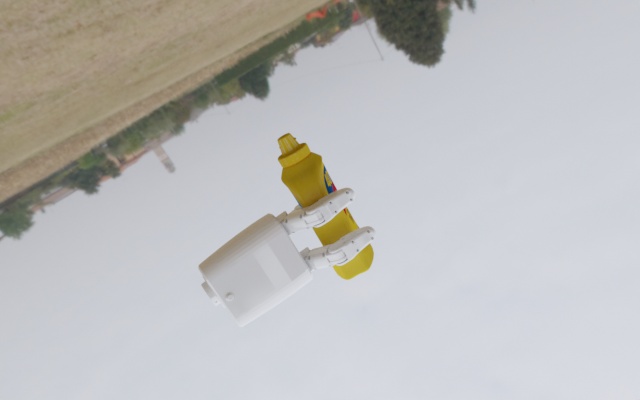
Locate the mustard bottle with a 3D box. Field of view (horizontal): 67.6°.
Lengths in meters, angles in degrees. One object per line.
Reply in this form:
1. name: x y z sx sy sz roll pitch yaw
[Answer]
1. mustard bottle: 0.001 0.002 0.604 0.058 0.192 0.096 -28 17 9
